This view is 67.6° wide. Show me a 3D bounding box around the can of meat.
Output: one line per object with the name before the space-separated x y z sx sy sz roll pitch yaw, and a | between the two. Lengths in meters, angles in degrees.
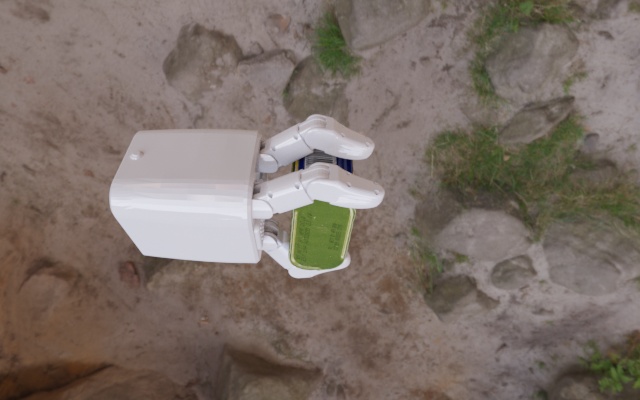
can of meat | 0.000 0.002 0.430 0.057 0.102 0.083 4 45 -3
